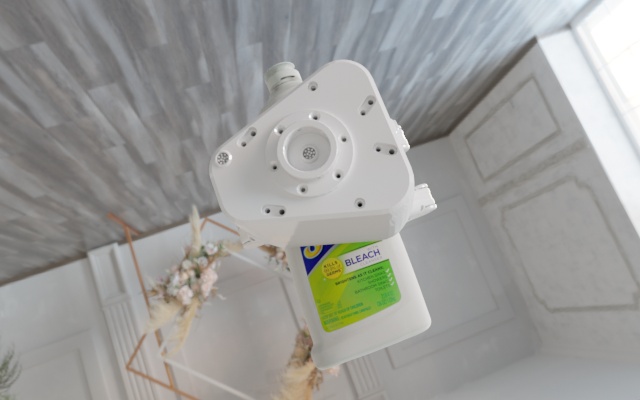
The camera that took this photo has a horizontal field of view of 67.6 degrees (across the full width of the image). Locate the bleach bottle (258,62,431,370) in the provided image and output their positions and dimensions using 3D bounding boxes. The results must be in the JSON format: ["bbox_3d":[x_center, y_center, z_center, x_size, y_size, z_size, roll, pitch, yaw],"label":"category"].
[{"bbox_3d":[0.000,0.001,0.404,0.102,0.250,0.068,-22,-11,3],"label":"bleach bottle"}]
